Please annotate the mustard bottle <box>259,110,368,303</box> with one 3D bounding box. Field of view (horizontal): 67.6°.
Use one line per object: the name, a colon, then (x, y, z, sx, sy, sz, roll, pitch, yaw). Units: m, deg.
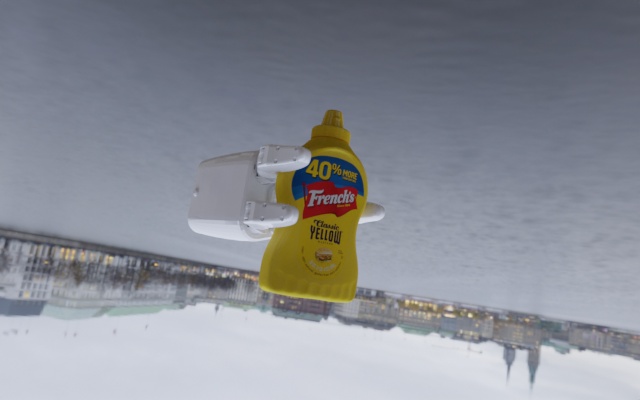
mustard bottle: (0.000, 0.002, 0.482, 0.096, 0.191, 0.058, 13, -10, -22)
